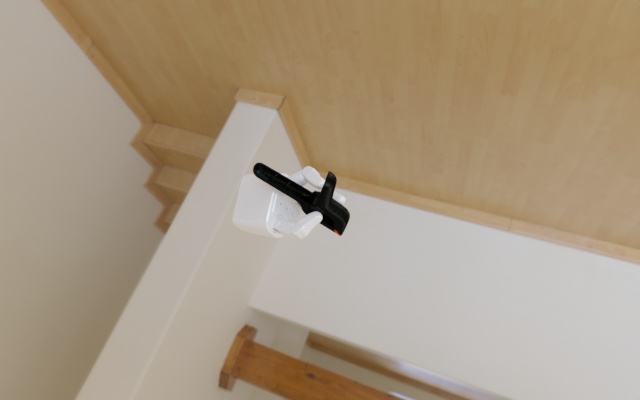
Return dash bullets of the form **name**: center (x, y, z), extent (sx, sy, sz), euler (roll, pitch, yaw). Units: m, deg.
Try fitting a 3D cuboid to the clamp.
- **clamp**: center (0.000, 0.004, 0.822), extent (0.164, 0.036, 0.210), euler (7, -27, 42)
